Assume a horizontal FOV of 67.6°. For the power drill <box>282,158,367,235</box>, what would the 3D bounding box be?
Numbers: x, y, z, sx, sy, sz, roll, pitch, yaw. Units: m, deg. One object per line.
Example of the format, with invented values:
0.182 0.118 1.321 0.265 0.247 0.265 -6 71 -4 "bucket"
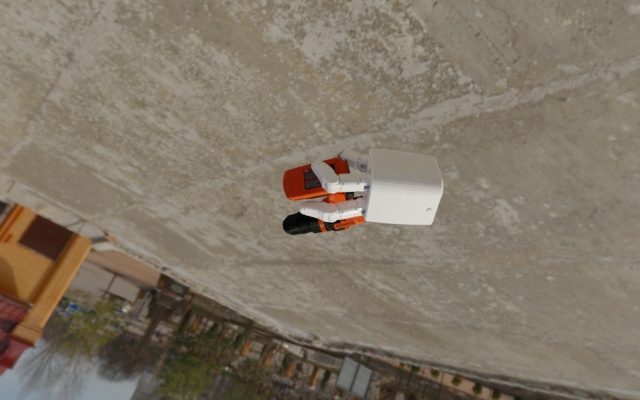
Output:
0.000 0.002 0.817 0.184 0.057 0.188 -14 -24 10 "power drill"
